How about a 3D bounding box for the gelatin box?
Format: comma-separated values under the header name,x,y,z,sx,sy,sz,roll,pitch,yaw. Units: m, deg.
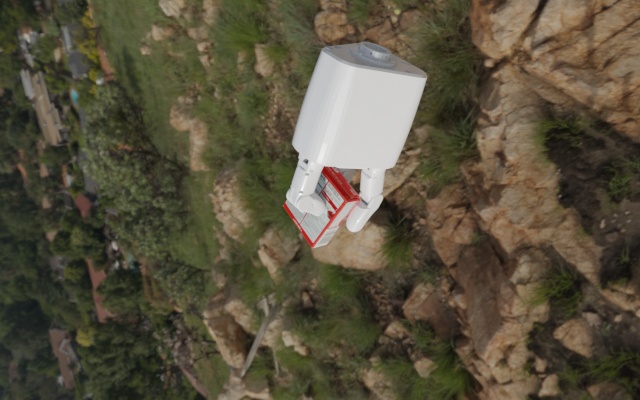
name,x,y,z,sx,sy,sz,roll,pitch,yaw
gelatin box,0.000,0.002,0.583,0.030,0.073,0.089,-8,-38,-45
